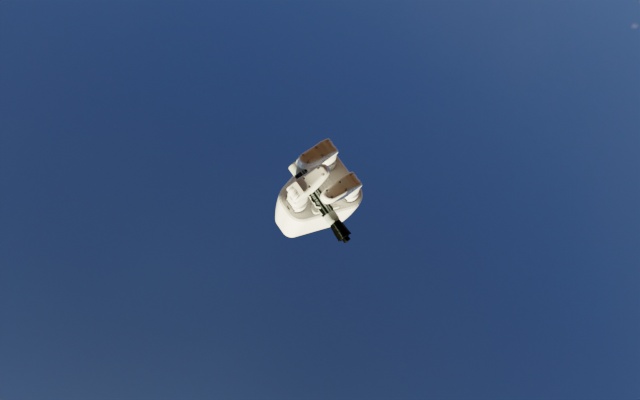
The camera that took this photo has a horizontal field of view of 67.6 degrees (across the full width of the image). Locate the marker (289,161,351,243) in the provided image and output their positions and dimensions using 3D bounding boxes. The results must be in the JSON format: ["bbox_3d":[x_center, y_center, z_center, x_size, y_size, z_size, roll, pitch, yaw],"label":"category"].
[{"bbox_3d":[0.000,0.002,0.606,0.020,0.121,0.020,-34,-10,-7],"label":"marker"}]
